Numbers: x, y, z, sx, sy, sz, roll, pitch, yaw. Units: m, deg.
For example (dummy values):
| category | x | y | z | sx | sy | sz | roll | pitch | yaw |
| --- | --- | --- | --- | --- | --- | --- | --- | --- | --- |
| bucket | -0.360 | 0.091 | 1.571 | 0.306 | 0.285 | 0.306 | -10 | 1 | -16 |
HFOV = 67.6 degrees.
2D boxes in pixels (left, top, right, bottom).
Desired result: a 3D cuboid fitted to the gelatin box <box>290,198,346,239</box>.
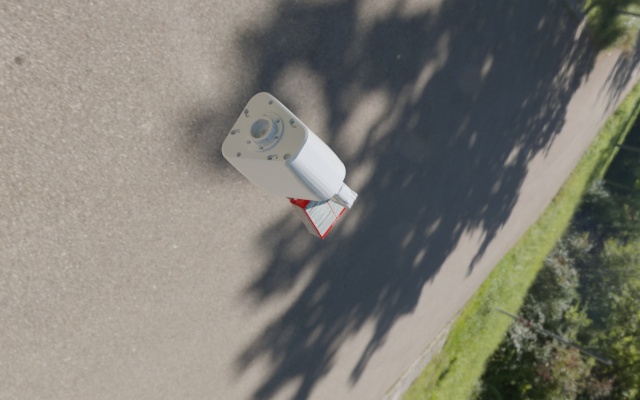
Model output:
| category | x | y | z | sx | sy | sz | roll | pitch | yaw |
| --- | --- | --- | --- | --- | --- | --- | --- | --- | --- |
| gelatin box | 0.001 | 0.003 | 0.698 | 0.030 | 0.073 | 0.089 | 24 | -22 | 35 |
